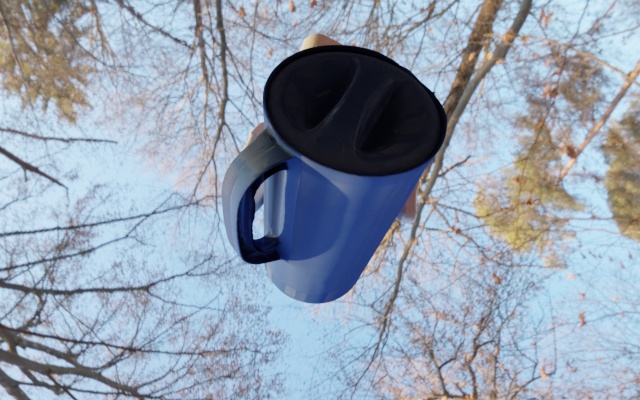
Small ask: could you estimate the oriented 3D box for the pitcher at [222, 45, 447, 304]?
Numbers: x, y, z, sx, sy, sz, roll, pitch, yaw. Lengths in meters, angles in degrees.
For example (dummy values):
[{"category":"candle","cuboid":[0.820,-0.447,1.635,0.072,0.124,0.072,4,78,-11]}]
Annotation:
[{"category":"pitcher","cuboid":[0.000,0.001,0.426,0.149,0.145,0.243,10,-37,-4]}]
